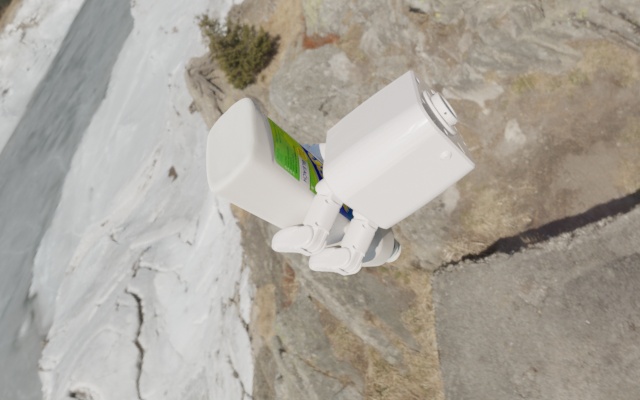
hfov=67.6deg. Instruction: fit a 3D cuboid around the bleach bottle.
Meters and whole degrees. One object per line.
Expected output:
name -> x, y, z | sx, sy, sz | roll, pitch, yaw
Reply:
bleach bottle -> 0.000, 0.002, 0.504 | 0.068, 0.102, 0.251 | -37, -48, 24
